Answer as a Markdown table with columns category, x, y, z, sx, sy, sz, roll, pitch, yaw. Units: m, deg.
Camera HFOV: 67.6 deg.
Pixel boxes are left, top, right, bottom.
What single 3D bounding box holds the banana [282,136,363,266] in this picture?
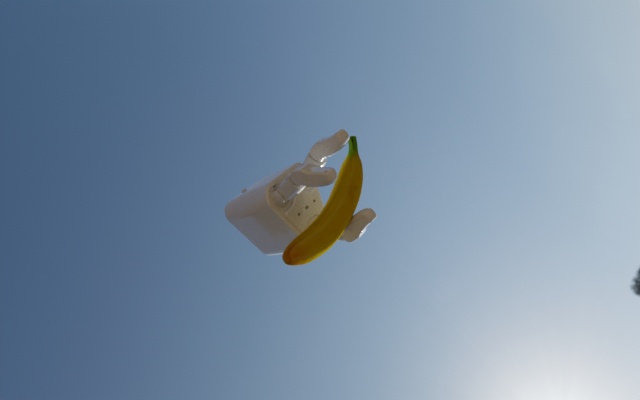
| category | x | y | z | sx | sy | sz | roll | pitch | yaw |
| --- | --- | --- | --- | --- | --- | --- | --- | --- | --- |
| banana | 0.011 | 0.012 | 0.583 | 0.037 | 0.197 | 0.070 | -6 | -45 | 40 |
